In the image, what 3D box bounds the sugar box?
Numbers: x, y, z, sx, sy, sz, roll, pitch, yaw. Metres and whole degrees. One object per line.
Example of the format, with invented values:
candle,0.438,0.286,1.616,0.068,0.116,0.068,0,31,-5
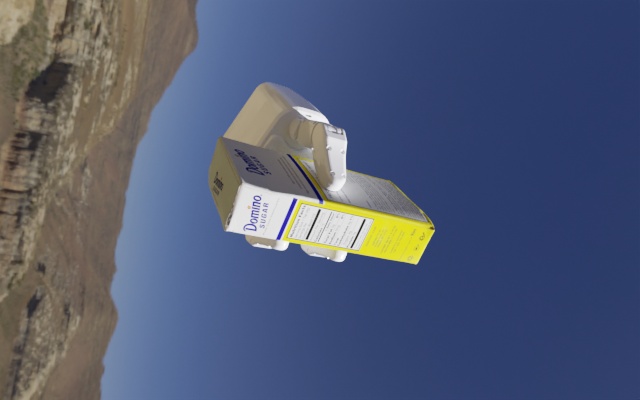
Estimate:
sugar box,0.000,0.002,0.401,0.176,0.048,0.093,11,24,-26
